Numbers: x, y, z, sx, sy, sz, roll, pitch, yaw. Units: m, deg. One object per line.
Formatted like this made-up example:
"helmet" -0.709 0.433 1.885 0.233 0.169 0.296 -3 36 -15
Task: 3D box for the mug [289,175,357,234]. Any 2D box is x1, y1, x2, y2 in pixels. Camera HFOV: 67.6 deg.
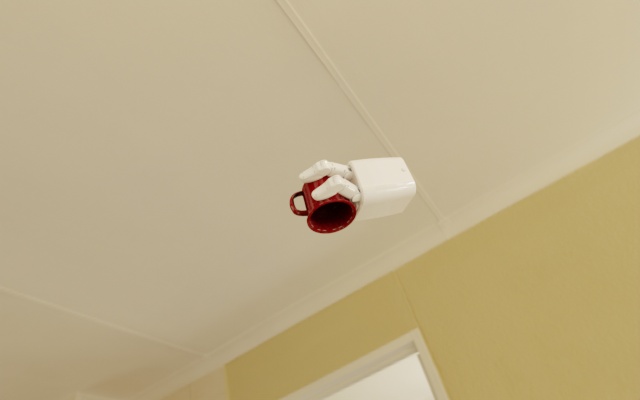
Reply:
"mug" -0.001 0.003 0.885 0.117 0.081 0.093 -6 -42 -13
